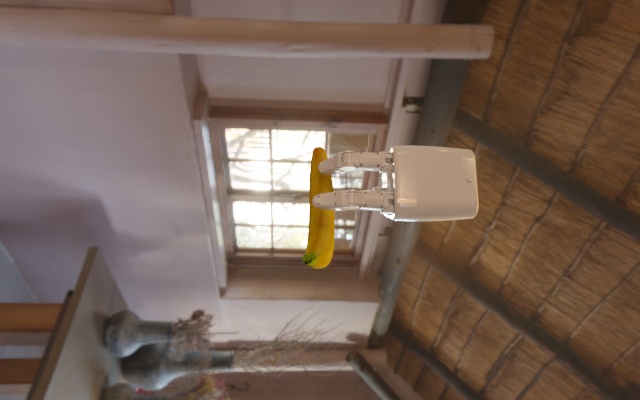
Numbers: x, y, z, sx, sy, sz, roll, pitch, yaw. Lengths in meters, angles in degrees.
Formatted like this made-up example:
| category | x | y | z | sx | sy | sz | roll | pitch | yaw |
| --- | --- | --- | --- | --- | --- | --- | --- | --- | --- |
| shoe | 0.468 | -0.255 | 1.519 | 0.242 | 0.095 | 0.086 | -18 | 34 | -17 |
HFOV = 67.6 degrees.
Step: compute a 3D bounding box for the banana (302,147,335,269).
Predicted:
| category | x | y | z | sx | sy | sz | roll | pitch | yaw |
| --- | --- | --- | --- | --- | --- | --- | --- | --- | --- |
| banana | 0.001 | 0.017 | 0.642 | 0.037 | 0.197 | 0.070 | 0 | -40 | 3 |
